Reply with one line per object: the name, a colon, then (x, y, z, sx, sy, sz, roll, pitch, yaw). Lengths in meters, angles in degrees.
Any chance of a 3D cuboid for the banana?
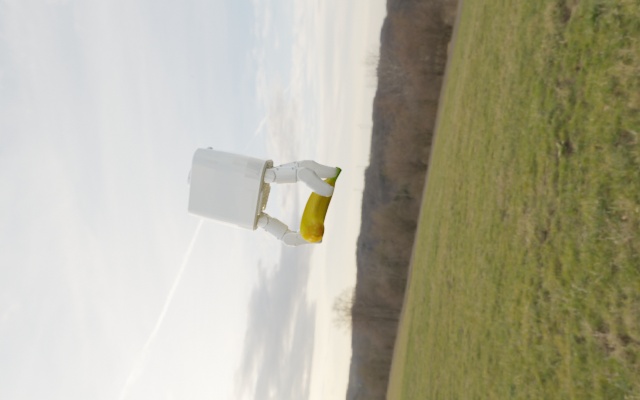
banana: (-0.005, 0.015, 0.714, 0.037, 0.070, 0.197, 21, 31, -3)
